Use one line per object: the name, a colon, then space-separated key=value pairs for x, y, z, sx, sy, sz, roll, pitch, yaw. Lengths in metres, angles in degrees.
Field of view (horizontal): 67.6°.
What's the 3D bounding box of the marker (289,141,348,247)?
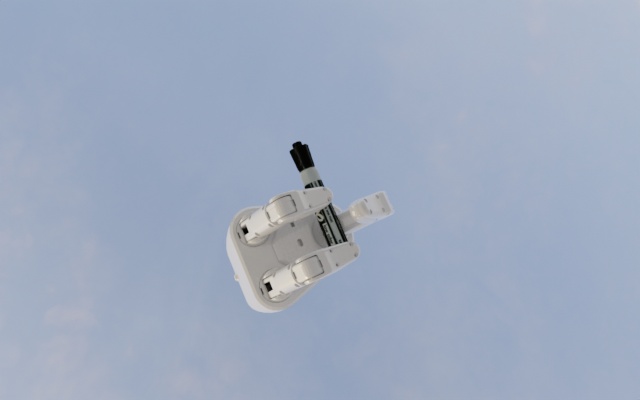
marker: x=0.000 y=0.001 z=0.436 sx=0.020 sy=0.121 sz=0.020 roll=-22 pitch=-9 yaw=-4
